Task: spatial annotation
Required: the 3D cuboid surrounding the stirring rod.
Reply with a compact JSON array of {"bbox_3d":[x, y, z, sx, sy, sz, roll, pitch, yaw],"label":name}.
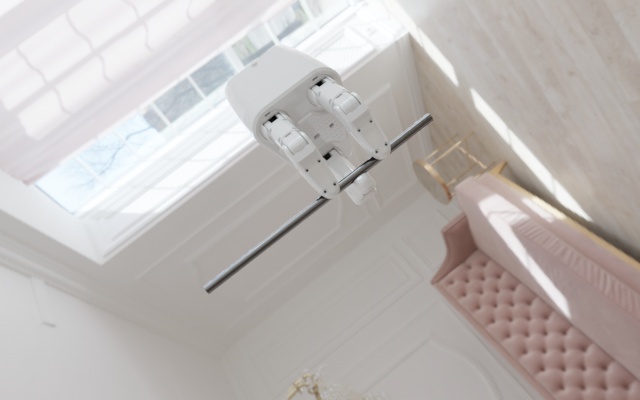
[{"bbox_3d":[0.000,0.001,0.406,0.239,0.011,0.011,-38,3,-4],"label":"stirring rod"}]
